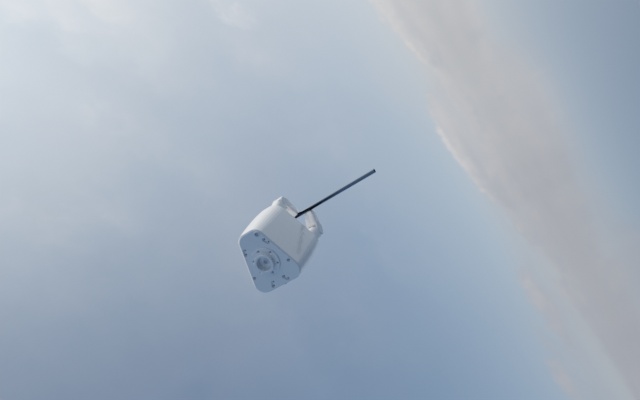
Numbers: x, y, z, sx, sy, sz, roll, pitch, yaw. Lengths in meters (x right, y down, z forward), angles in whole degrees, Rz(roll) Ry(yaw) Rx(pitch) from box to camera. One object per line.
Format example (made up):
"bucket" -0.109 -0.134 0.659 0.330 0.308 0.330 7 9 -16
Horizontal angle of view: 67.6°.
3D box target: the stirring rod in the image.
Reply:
"stirring rod" 0.000 0.003 0.893 0.239 0.011 0.011 -30 -12 22
